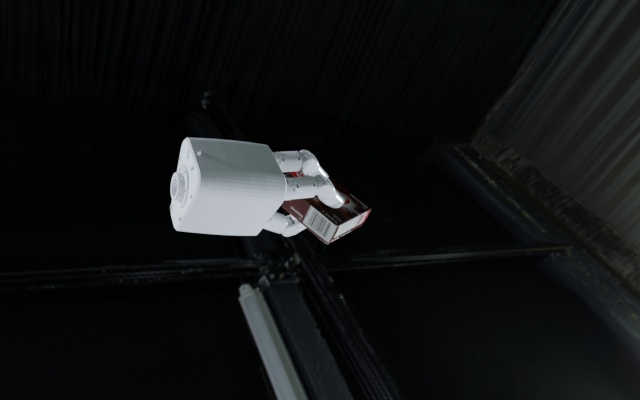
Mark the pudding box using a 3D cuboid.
[{"bbox_3d":[0.000,0.002,0.657,0.113,0.039,0.090,41,34,19],"label":"pudding box"}]
